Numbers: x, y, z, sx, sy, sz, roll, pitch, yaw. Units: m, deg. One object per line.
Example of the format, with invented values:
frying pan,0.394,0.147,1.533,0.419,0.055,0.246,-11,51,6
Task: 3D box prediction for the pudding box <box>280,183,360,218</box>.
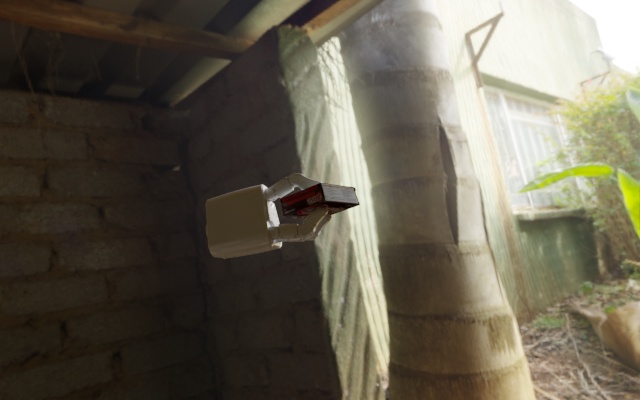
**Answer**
pudding box,0.000,0.003,0.823,0.090,0.039,0.113,-20,-12,33
